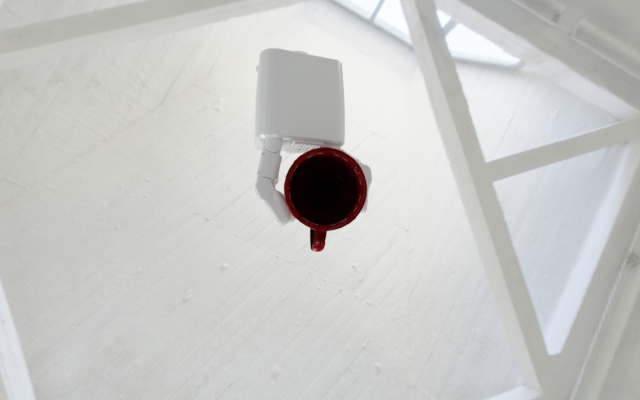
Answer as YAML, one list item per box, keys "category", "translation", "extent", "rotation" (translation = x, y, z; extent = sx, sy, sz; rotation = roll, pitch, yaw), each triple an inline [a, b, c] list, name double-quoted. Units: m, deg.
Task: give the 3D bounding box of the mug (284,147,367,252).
- category: "mug"
  translation: [0.000, 0.003, 0.562]
  extent: [0.093, 0.117, 0.081]
  rotation: [2, -4, -8]
